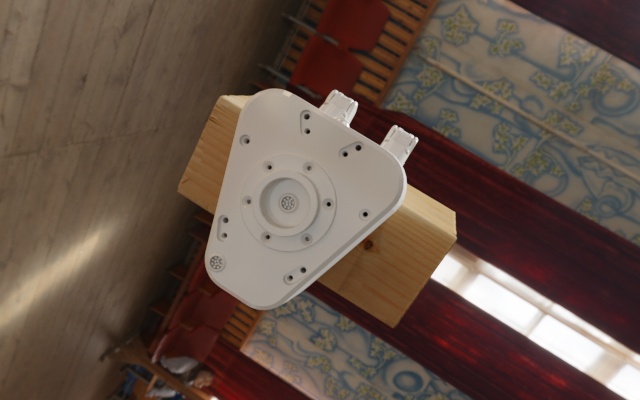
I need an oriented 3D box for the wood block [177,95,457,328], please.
[{"bbox_3d":[0.000,0.002,0.405,0.206,0.091,0.090,32,18,6],"label":"wood block"}]
